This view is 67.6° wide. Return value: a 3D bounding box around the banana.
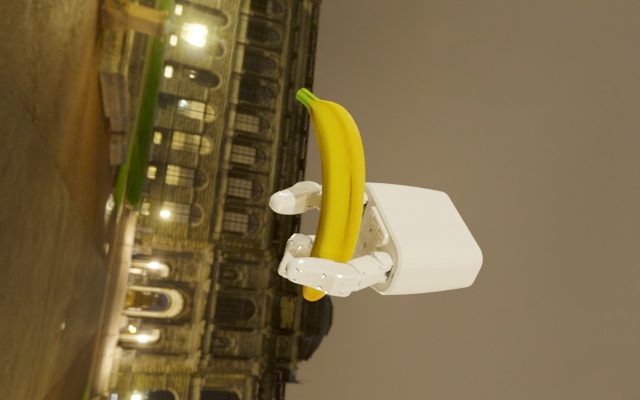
[{"bbox_3d":[0.010,0.000,0.423,0.037,0.198,0.069,-5,9,-32],"label":"banana"}]
